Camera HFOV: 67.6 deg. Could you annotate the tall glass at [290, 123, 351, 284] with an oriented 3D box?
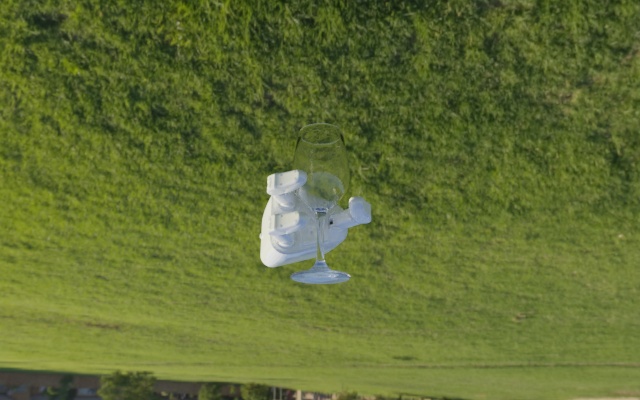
[{"bbox_3d":[0.000,0.003,0.620,0.079,0.201,0.079,0,-20,0],"label":"tall glass"}]
